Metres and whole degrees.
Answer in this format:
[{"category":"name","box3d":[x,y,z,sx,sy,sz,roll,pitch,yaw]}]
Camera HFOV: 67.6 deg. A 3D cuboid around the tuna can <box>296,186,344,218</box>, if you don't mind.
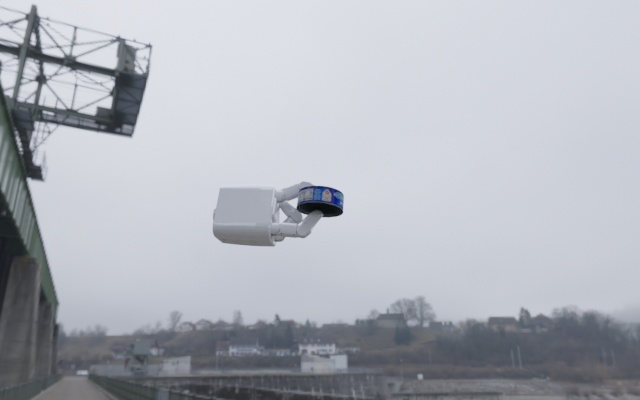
[{"category":"tuna can","box3d":[0.000,0.002,0.870,0.086,0.033,0.086,5,-19,2]}]
